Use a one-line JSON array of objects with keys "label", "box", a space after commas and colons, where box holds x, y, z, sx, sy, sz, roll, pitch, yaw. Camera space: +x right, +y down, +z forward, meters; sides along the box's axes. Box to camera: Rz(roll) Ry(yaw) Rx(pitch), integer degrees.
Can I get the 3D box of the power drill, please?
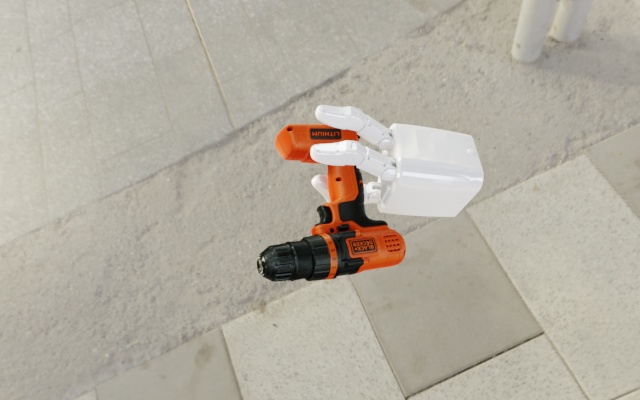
[{"label": "power drill", "box": [0.000, 0.001, 0.571, 0.184, 0.187, 0.057, -3, -21, -28]}]
